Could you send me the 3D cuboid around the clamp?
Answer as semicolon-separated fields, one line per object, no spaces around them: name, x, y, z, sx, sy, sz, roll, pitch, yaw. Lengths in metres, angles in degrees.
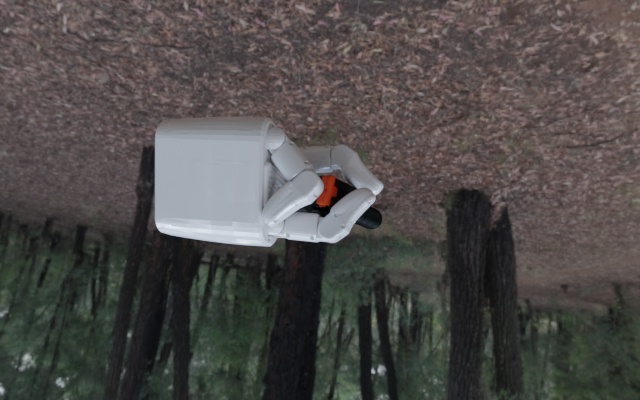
clamp;0.000;0.002;0.509;0.120;0.039;0.171;3;-12;13
